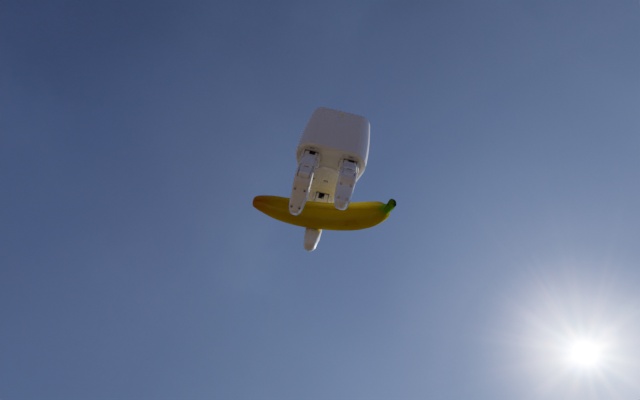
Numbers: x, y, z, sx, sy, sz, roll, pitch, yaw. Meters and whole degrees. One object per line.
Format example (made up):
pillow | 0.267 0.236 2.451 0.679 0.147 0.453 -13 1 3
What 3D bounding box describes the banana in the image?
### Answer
banana | 0.008 0.013 0.640 0.198 0.037 0.070 -1 -37 19
